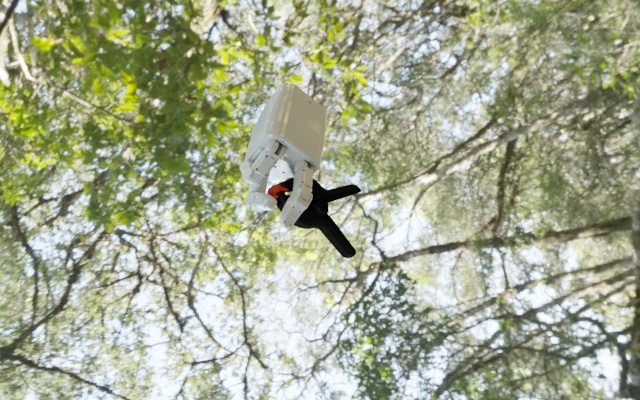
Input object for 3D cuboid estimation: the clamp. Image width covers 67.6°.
[{"bbox_3d":[0.000,0.003,0.717,0.039,0.120,0.171,-22,-43,41],"label":"clamp"}]
